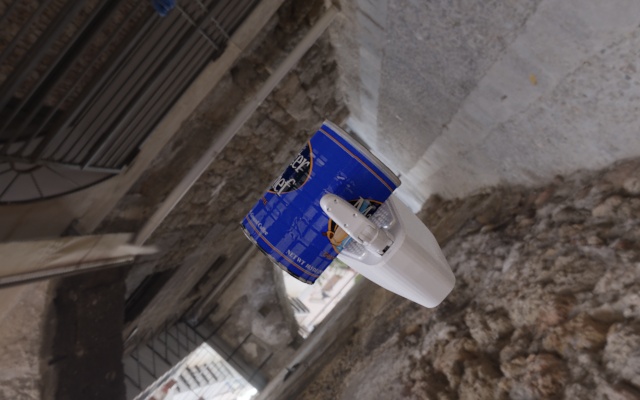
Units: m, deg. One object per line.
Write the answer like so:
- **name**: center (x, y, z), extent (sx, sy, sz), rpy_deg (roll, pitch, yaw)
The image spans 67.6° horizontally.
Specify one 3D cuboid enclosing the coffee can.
- **coffee can**: center (0.000, 0.001, 0.499), extent (0.103, 0.140, 0.103), rpy_deg (40, 4, -3)
